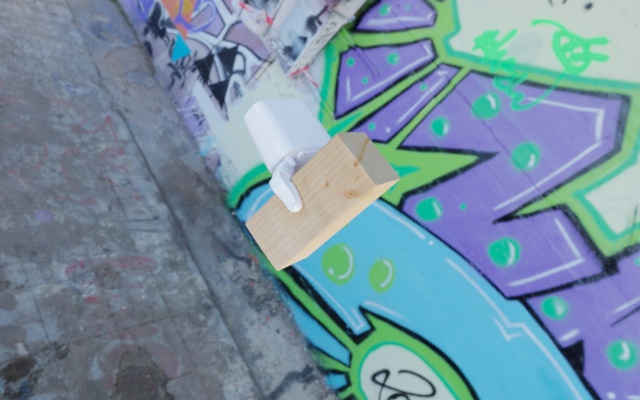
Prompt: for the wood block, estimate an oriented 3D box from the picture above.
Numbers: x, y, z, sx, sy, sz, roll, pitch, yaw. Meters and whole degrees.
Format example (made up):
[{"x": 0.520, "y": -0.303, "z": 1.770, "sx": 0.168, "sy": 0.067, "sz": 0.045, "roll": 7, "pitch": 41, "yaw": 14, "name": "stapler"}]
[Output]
[{"x": 0.000, "y": 0.002, "z": 0.694, "sx": 0.206, "sy": 0.090, "sz": 0.091, "roll": -42, "pitch": -14, "yaw": 28, "name": "wood block"}]
